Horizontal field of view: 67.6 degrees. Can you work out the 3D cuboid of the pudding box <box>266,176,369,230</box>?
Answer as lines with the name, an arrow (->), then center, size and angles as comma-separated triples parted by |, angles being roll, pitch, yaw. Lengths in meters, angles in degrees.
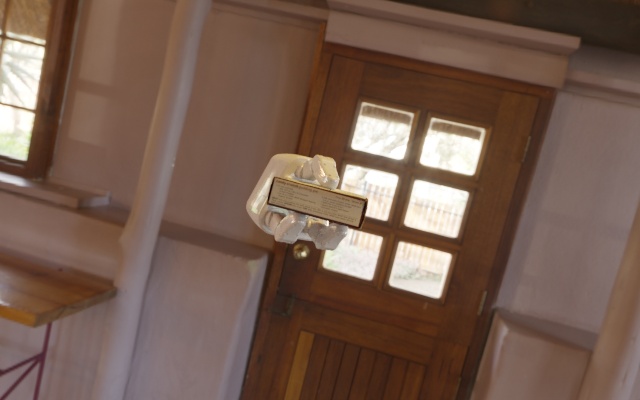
pudding box -> 0.000, 0.002, 0.572 | 0.113, 0.039, 0.090 | 13, 3, 6
